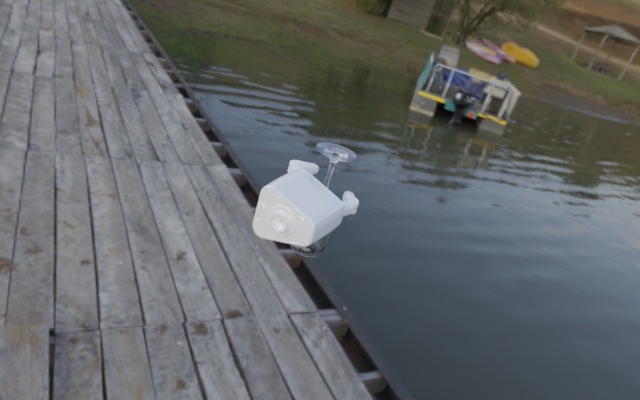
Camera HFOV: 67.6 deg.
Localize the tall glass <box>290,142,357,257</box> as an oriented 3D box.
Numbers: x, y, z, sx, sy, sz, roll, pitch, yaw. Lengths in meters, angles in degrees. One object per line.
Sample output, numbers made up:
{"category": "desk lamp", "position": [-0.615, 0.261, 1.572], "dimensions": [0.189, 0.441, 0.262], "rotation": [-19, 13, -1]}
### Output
{"category": "tall glass", "position": [0.000, 0.002, 0.856], "dimensions": [0.079, 0.201, 0.079], "rotation": [14, 25, -7]}
